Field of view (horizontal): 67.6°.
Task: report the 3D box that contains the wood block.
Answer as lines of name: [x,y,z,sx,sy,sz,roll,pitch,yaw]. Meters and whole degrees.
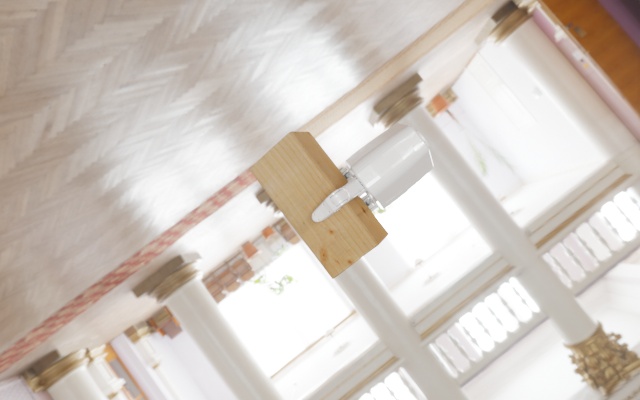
wood block: [0.000,0.002,0.729,0.090,0.206,0.091,-40,-6,19]
